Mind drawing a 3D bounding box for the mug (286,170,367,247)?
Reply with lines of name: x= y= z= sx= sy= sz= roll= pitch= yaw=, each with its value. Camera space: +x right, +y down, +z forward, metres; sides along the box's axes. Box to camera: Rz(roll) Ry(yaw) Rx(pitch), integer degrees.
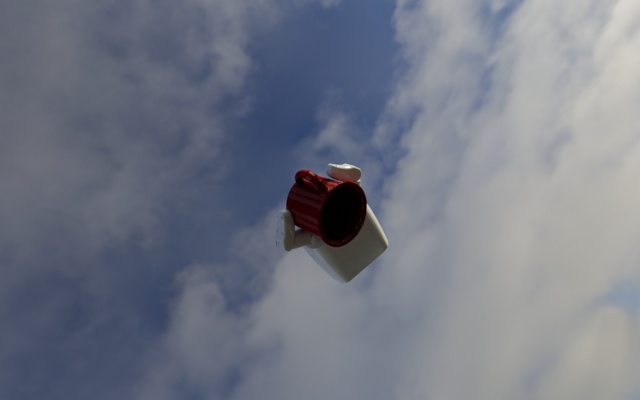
mug: x=-0.001 y=0.001 z=0.670 sx=0.081 sy=0.093 sz=0.117 roll=20 pitch=-27 yaw=45
